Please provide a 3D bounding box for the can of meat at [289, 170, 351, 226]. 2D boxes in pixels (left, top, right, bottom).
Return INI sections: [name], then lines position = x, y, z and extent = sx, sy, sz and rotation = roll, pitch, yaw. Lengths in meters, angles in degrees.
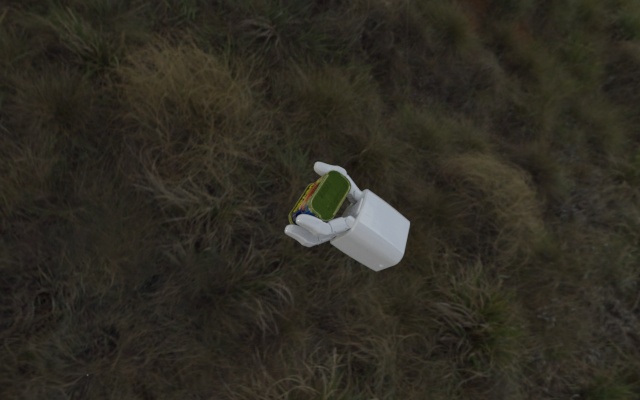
[can of meat]
position = 0.000, 0.003, 0.836
extent = 0.057, 0.102, 0.084
rotation = 38, -30, -10
